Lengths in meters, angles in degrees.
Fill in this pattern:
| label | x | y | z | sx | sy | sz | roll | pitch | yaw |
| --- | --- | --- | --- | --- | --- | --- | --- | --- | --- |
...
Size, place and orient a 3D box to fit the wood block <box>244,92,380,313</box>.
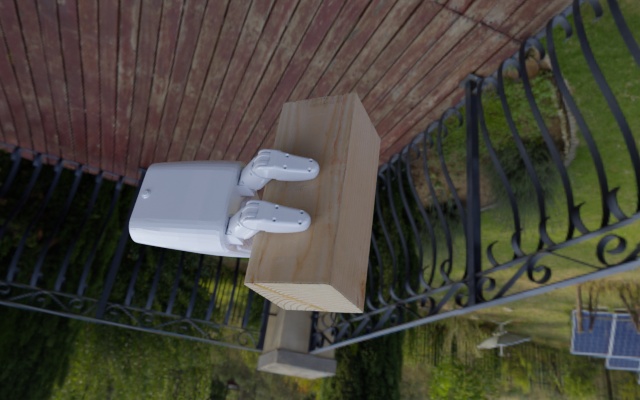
| label | x | y | z | sx | sy | sz | roll | pitch | yaw |
| --- | --- | --- | --- | --- | --- | --- | --- | --- | --- |
| wood block | 0.000 | 0.002 | 0.496 | 0.090 | 0.206 | 0.091 | -3 | -29 | 24 |
